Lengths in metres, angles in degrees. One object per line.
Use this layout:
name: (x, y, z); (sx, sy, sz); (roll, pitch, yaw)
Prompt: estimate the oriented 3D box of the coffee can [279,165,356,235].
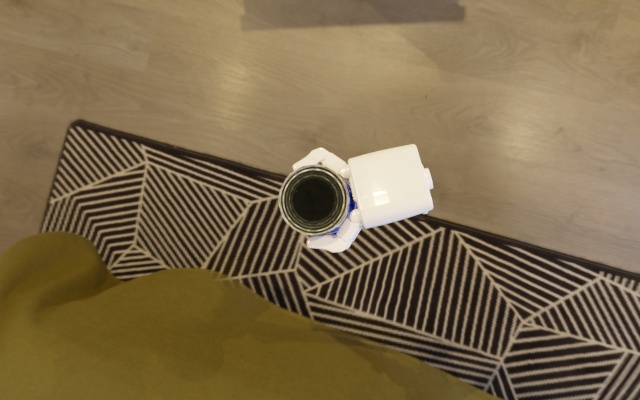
coffee can: (0.000, 0.002, 0.752); (0.103, 0.103, 0.140); (0, -3, 9)
